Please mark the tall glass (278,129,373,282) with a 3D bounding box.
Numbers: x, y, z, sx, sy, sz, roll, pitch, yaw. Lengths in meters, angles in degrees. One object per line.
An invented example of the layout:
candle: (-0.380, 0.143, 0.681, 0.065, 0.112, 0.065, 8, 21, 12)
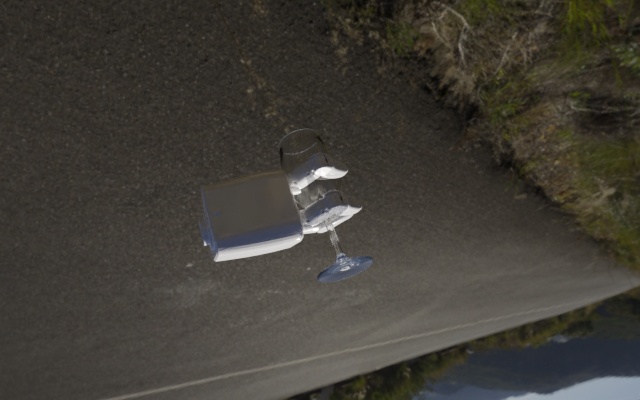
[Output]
tall glass: (0.000, 0.003, 0.637, 0.079, 0.201, 0.079, -16, -25, -8)
